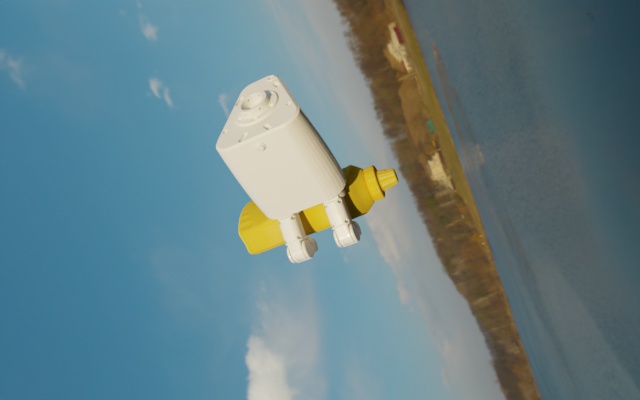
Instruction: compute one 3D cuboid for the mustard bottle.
[{"bbox_3d":[0.000,0.002,0.575,0.191,0.058,0.096,-20,18,15],"label":"mustard bottle"}]
